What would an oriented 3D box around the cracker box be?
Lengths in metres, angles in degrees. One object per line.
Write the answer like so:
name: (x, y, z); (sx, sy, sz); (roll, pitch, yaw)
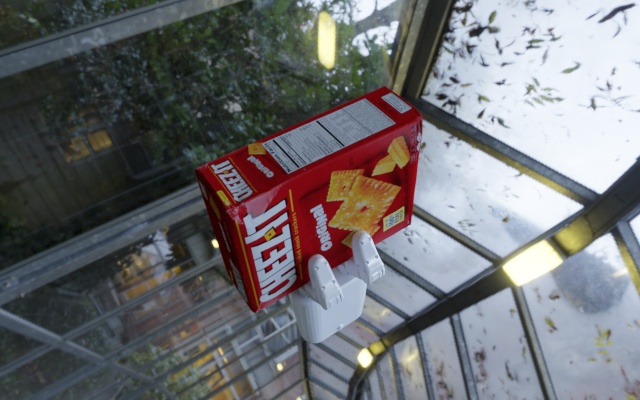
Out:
cracker box: (0.000, 0.001, 0.489); (0.213, 0.164, 0.072); (-27, 51, -21)
